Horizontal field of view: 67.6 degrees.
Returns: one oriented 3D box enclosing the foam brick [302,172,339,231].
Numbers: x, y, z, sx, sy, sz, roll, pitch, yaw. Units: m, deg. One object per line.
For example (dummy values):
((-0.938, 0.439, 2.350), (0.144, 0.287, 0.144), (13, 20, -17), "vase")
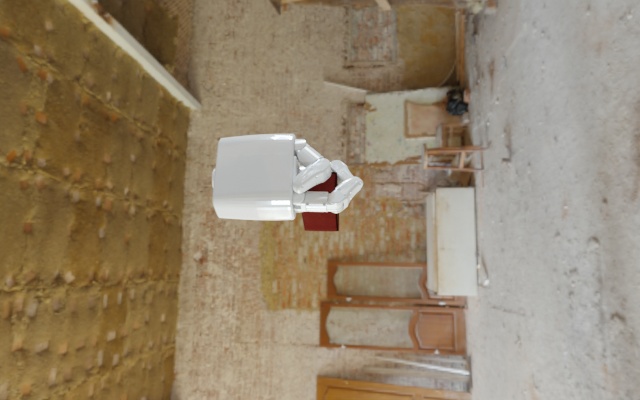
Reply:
((0.000, 0.003, 0.689), (0.051, 0.053, 0.078), (-1, -38, 4), "foam brick")
